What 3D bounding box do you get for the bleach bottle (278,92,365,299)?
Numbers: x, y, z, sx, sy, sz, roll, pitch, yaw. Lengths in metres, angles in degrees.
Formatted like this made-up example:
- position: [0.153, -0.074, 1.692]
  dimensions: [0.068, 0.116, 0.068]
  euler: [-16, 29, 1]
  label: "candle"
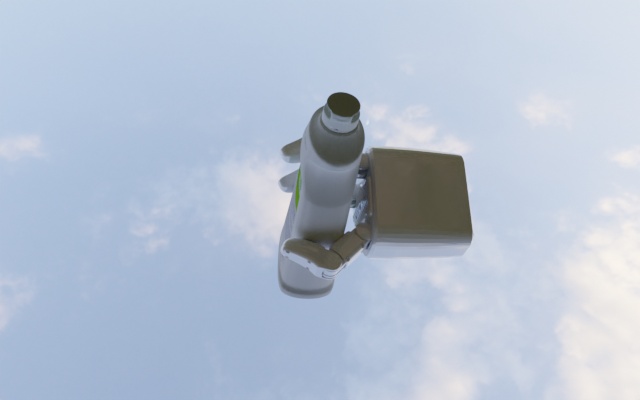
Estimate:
- position: [0.000, 0.002, 0.480]
  dimensions: [0.068, 0.102, 0.251]
  euler: [3, -36, -8]
  label: "bleach bottle"
